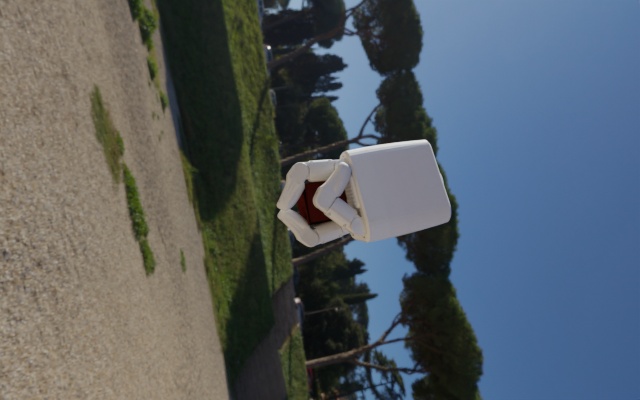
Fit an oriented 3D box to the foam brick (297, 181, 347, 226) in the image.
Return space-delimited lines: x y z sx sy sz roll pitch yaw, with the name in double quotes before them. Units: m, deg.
"foam brick" 0.000 0.002 0.613 0.051 0.053 0.078 -12 1 -10
